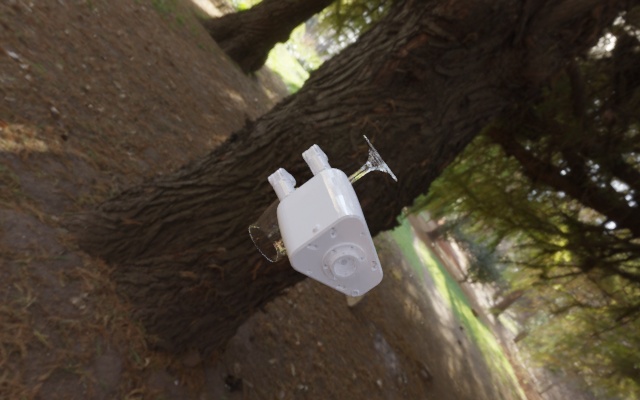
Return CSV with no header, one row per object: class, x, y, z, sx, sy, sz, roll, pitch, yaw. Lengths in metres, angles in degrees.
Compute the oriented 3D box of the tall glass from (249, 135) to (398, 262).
tall glass,0.001,0.002,0.641,0.201,0.079,0.079,-36,-7,10
